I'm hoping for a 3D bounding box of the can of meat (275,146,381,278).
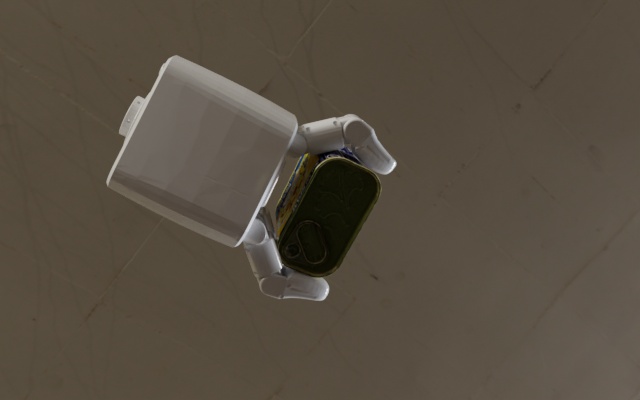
[{"bbox_3d":[0.000,0.001,0.417,0.057,0.102,0.084,23,16,-17],"label":"can of meat"}]
